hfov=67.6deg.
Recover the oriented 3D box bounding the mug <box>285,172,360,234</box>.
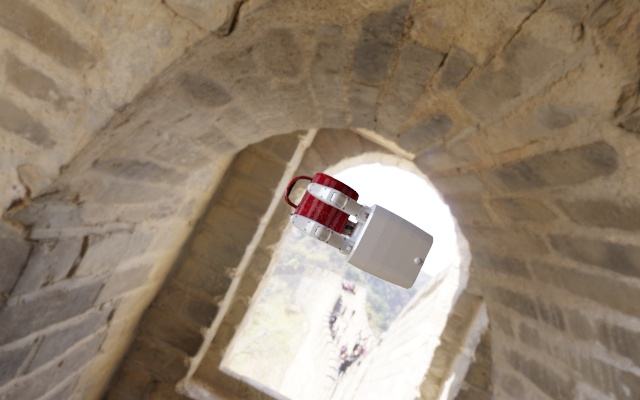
[{"bbox_3d":[-0.001,0.002,0.764,0.117,0.081,0.093,28,-6,-4],"label":"mug"}]
